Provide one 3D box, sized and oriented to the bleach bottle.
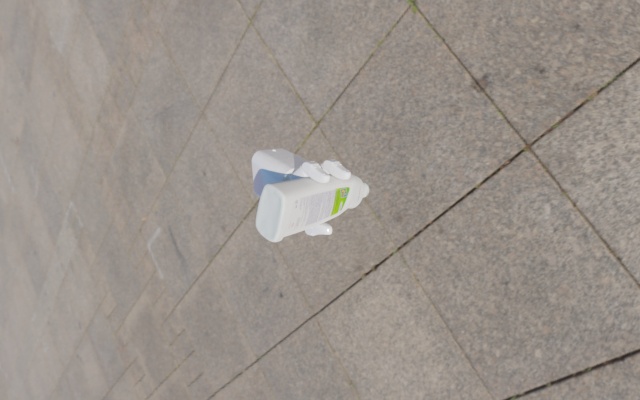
[{"bbox_3d":[0.000,0.003,0.896,0.251,0.103,0.068,-11,35,-45],"label":"bleach bottle"}]
